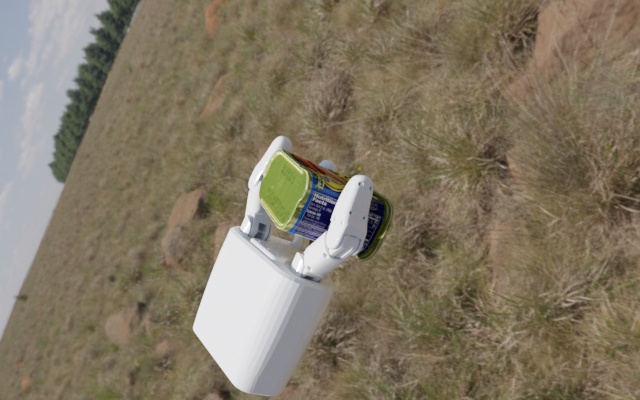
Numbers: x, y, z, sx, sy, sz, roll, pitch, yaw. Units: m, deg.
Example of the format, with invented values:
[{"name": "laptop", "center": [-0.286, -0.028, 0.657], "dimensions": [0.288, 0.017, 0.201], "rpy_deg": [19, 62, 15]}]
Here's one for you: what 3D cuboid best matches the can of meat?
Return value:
[{"name": "can of meat", "center": [0.000, 0.001, 0.415], "dimensions": [0.084, 0.057, 0.102], "rpy_deg": [20, 11, -27]}]
